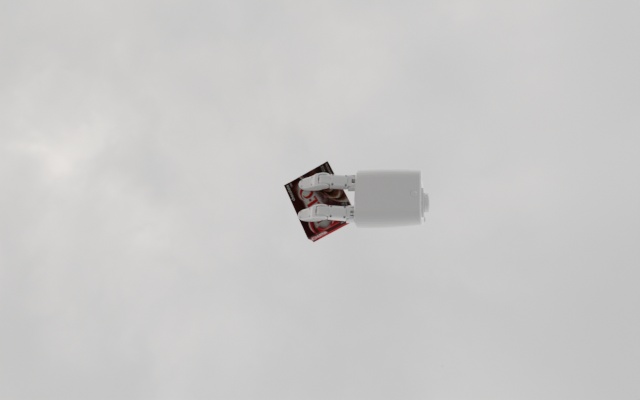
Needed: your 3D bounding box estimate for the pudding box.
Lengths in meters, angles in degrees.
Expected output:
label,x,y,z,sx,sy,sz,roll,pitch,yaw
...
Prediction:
label,x,y,z,sx,sy,sz,roll,pitch,yaw
pudding box,0.000,0.003,0.825,0.090,0.113,0.039,-28,-24,6
